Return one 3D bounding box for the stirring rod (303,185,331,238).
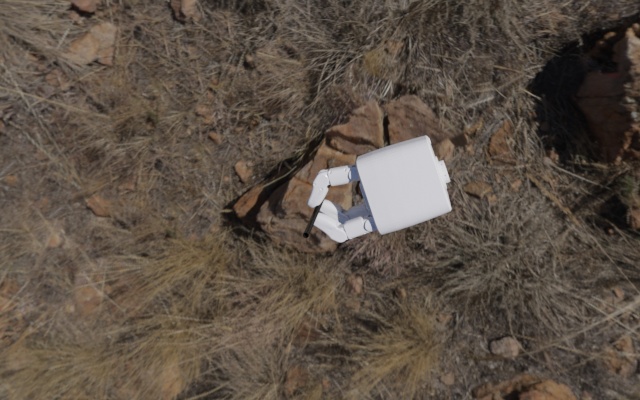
[{"bbox_3d":[0.000,0.002,0.731,0.011,0.011,0.239,0,21,10],"label":"stirring rod"}]
